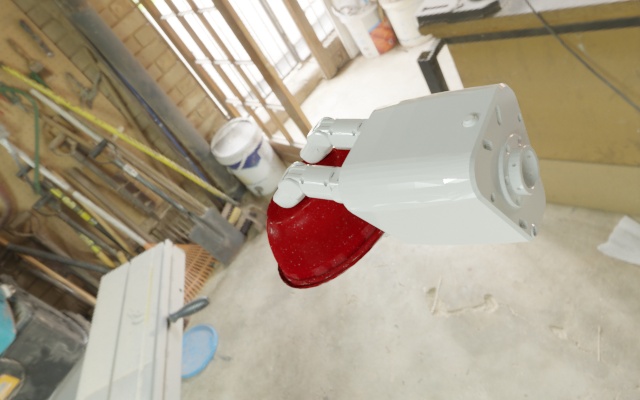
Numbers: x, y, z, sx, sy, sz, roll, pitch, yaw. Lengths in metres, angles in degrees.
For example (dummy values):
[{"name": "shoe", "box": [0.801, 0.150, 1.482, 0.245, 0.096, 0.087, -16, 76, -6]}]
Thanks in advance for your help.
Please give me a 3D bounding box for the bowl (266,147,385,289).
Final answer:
[{"name": "bowl", "box": [-0.001, 0.002, 0.455, 0.055, 0.162, 0.162, 43, -21, -24]}]
